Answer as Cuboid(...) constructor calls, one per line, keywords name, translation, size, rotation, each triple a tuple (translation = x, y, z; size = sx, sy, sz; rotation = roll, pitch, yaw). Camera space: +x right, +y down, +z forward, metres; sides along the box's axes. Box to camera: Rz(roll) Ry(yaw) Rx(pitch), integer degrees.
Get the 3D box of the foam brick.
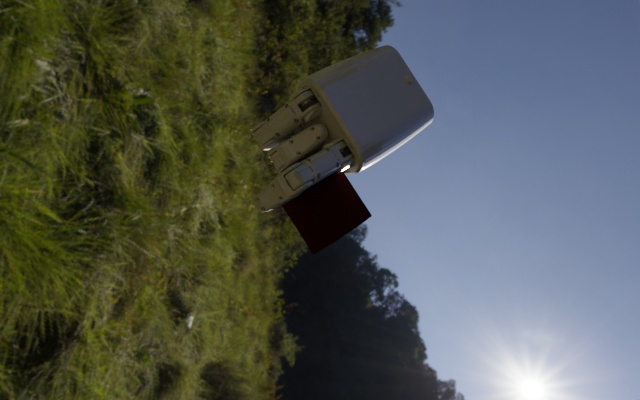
Cuboid(name="foam brick", translation=(0.000, 0.002, 0.449), size=(0.051, 0.078, 0.053), rotation=(-32, -2, -26))
